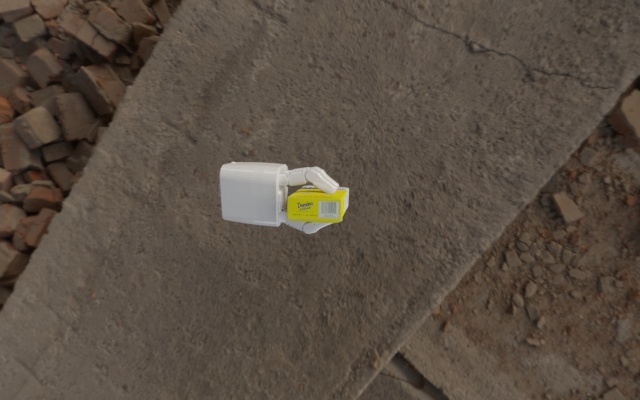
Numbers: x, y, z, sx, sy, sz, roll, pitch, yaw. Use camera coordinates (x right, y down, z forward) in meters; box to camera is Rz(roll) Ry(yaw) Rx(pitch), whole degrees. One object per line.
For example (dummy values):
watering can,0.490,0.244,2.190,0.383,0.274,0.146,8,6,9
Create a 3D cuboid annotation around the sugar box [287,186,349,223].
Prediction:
sugar box,0.000,0.002,0.865,0.093,0.048,0.176,3,11,6
